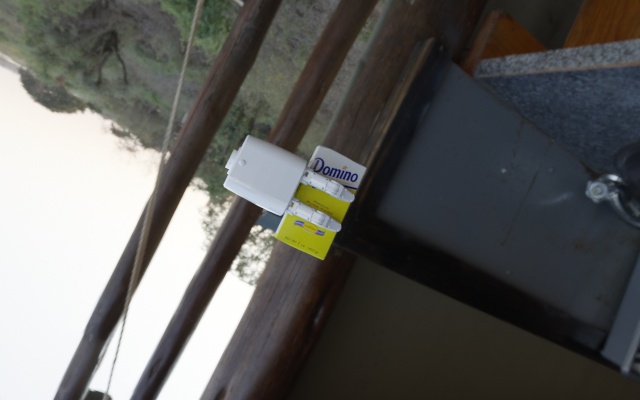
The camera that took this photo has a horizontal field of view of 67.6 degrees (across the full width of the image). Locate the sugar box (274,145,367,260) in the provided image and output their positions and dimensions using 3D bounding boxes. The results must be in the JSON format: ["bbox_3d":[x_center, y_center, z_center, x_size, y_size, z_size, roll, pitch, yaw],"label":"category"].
[{"bbox_3d":[0.000,0.003,0.821,0.093,0.176,0.048,25,-2,-9],"label":"sugar box"}]
